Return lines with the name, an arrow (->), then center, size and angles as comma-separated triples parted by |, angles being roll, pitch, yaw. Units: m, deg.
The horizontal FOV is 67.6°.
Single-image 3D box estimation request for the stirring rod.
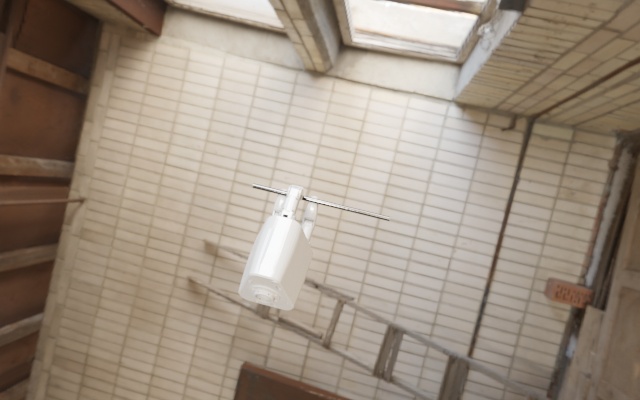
stirring rod -> 0.000, 0.003, 0.814 | 0.239, 0.011, 0.011 | 14, 1, 5
